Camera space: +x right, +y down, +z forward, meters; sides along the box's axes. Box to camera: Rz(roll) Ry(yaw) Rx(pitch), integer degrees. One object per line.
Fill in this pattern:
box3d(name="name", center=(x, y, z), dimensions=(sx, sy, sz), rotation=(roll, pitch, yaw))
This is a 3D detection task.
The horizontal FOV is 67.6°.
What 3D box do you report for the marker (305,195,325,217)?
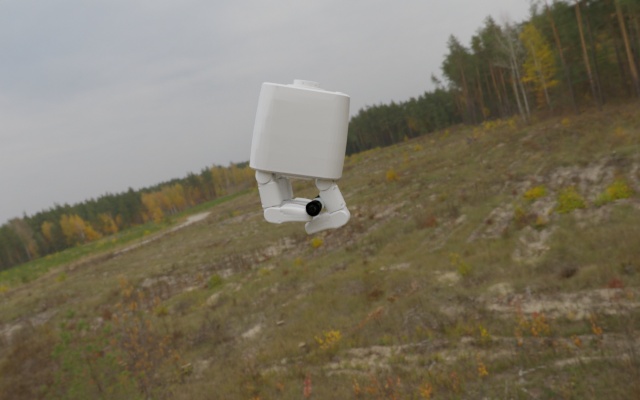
box3d(name="marker", center=(0.000, 0.002, 0.625), dimensions=(0.020, 0.020, 0.121), rotation=(0, 8, 10))
